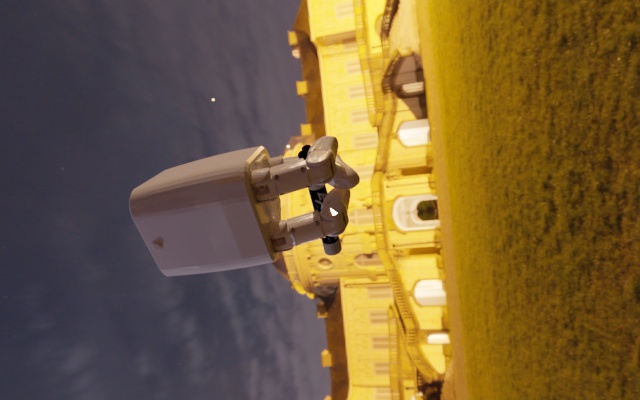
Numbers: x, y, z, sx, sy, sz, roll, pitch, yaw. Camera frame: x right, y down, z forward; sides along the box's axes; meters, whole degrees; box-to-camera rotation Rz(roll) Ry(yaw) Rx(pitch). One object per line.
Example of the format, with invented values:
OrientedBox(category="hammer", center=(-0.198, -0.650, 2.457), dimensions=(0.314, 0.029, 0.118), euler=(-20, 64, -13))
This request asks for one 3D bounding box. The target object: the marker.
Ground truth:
OrientedBox(category="marker", center=(0.000, 0.001, 0.461), dimensions=(0.020, 0.121, 0.020), euler=(-11, 32, 7))
